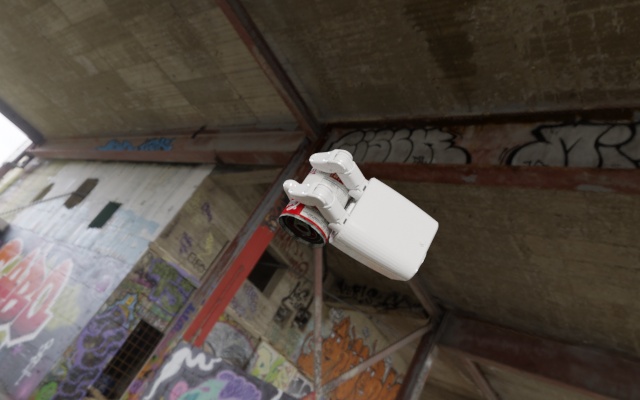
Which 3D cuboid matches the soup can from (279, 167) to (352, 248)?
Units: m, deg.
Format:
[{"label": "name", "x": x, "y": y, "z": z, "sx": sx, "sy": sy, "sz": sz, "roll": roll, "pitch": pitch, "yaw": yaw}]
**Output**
[{"label": "soup can", "x": 0.000, "y": 0.002, "z": 0.627, "sx": 0.068, "sy": 0.102, "sz": 0.068, "roll": 26, "pitch": -27, "yaw": 14}]
